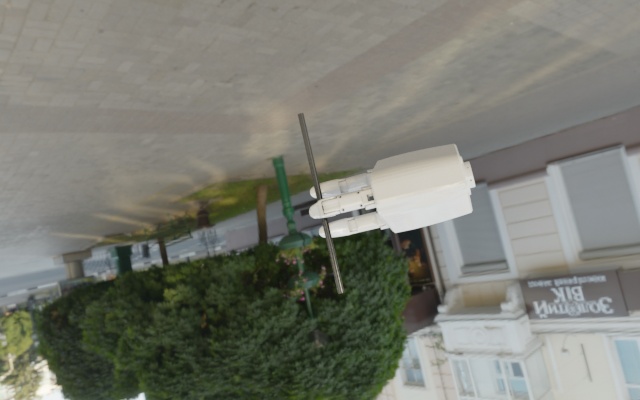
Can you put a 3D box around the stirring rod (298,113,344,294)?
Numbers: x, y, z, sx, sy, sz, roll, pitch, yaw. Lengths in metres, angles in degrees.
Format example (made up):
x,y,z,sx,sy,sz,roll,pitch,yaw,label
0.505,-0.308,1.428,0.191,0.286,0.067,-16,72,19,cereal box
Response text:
x,y,z,sx,sy,sz,roll,pitch,yaw,label
0.000,0.002,0.623,0.011,0.239,0.011,-13,-5,-1,stirring rod
